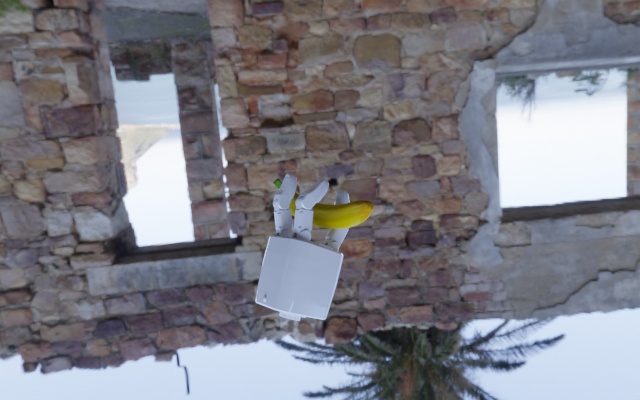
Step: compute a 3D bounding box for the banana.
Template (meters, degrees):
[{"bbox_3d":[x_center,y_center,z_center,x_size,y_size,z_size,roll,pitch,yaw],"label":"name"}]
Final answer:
[{"bbox_3d":[0.004,0.014,0.749,0.198,0.037,0.070,13,-35,37],"label":"banana"}]
